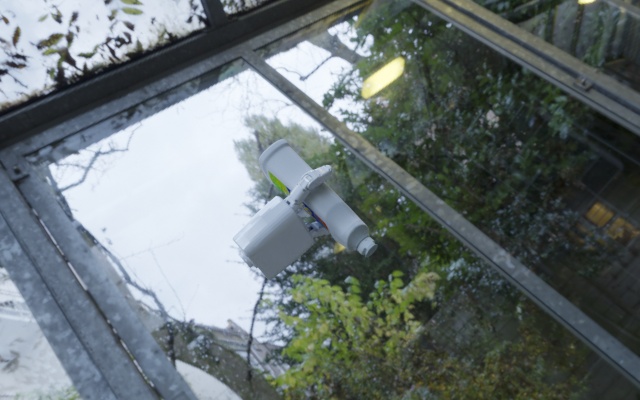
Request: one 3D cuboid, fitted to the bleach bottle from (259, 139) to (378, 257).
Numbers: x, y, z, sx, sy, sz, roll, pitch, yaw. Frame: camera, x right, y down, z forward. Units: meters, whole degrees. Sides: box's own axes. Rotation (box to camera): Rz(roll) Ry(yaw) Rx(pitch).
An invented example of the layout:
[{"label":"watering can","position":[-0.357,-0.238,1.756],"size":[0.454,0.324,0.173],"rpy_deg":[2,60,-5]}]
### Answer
[{"label":"bleach bottle","position":[0.000,0.003,0.833],"size":[0.250,0.068,0.103],"rpy_deg":[43,-12,25]}]
